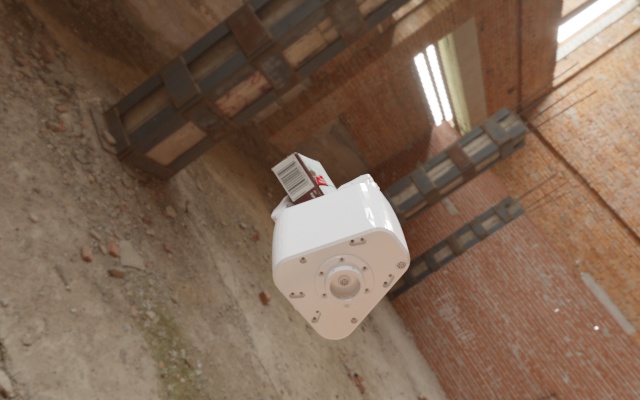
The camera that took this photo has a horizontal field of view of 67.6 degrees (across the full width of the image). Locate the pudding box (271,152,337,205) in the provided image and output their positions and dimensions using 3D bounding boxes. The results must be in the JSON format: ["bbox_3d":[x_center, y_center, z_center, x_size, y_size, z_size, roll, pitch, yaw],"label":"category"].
[{"bbox_3d":[0.000,0.002,0.561,0.039,0.113,0.090,-34,-11,12],"label":"pudding box"}]
